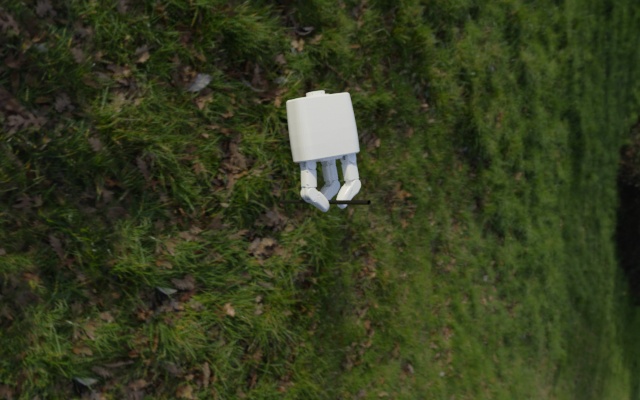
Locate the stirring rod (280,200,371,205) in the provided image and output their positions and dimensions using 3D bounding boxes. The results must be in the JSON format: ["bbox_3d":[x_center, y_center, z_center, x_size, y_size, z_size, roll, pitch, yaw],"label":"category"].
[{"bbox_3d":[0.000,0.003,0.858,0.011,0.011,0.239,0,0,-40],"label":"stirring rod"}]
